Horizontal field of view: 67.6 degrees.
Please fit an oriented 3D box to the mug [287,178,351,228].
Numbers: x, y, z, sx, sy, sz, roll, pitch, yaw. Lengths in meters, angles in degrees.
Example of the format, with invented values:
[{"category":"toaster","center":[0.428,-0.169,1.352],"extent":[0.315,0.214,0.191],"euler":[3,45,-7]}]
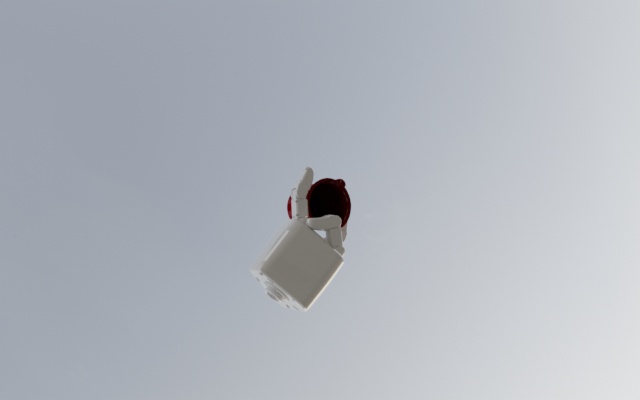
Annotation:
[{"category":"mug","center":[0.001,0.002,0.851],"extent":[0.081,0.093,0.117],"euler":[-9,37,55]}]
